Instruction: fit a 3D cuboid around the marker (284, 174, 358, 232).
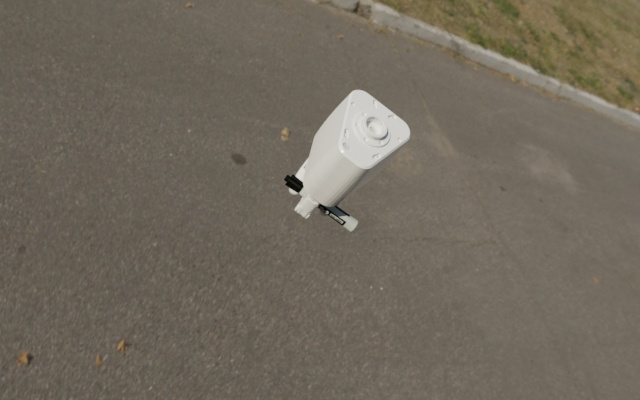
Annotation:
[{"bbox_3d":[0.000,0.002,0.674,0.121,0.020,0.020,36,-4,-6],"label":"marker"}]
